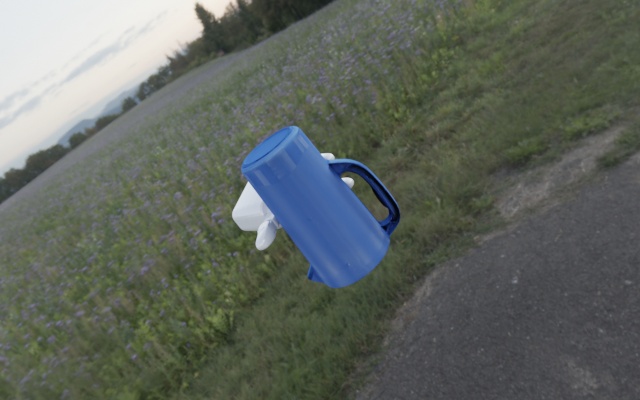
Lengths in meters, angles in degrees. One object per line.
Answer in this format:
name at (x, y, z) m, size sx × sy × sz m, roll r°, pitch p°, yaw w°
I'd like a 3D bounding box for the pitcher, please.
pitcher at (0.000, 0.002, 0.741) m, size 0.145 × 0.243 × 0.149 m, roll -11°, pitch 33°, yaw 50°
